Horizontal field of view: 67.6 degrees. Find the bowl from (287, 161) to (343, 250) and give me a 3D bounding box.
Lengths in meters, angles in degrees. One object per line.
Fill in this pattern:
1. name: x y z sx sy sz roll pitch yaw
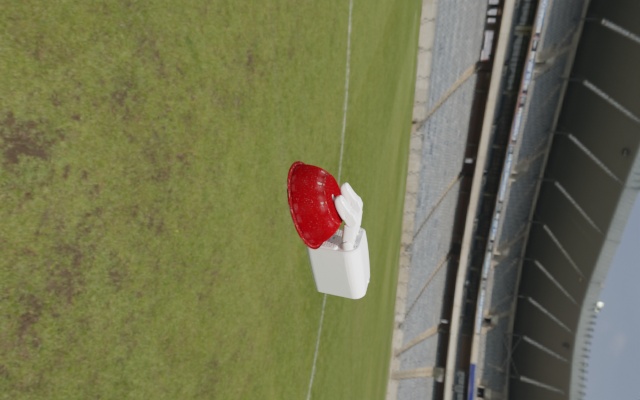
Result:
1. bowl: 0.000 0.002 0.845 0.055 0.162 0.162 -13 -5 21
